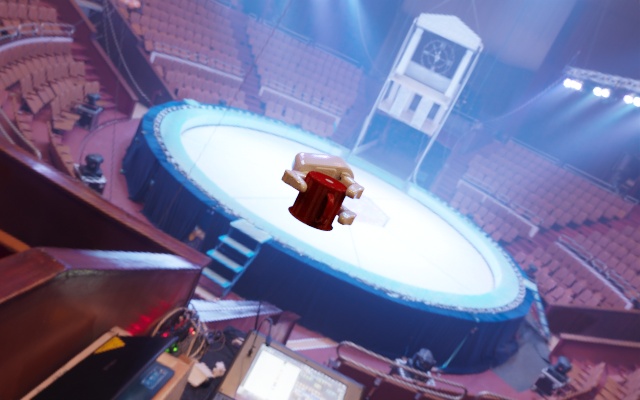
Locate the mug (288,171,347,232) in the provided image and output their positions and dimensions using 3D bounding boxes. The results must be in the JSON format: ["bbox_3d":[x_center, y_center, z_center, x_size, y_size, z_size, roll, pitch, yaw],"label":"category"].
[{"bbox_3d":[0.000,0.003,0.856,0.093,0.081,0.117,21,15,-16],"label":"mug"}]
